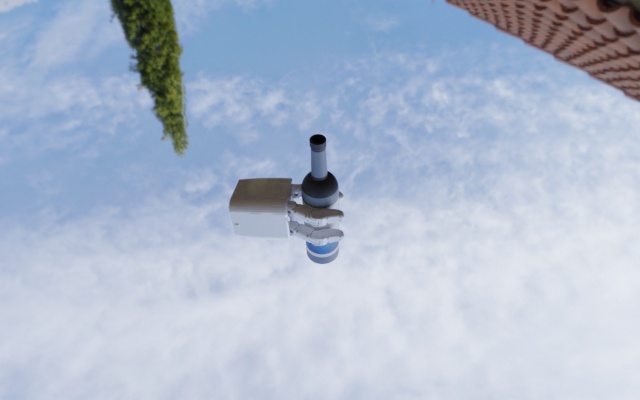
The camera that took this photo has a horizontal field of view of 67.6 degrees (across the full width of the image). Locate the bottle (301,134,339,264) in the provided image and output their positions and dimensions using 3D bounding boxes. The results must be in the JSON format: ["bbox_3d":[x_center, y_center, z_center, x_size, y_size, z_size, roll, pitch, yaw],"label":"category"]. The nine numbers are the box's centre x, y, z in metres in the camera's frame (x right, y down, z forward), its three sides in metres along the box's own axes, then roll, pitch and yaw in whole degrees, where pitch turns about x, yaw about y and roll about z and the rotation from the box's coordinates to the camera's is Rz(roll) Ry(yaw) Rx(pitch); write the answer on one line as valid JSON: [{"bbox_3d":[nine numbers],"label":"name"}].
[{"bbox_3d":[0.000,0.003,0.869,0.069,0.069,0.296,0,-43,2],"label":"bottle"}]
